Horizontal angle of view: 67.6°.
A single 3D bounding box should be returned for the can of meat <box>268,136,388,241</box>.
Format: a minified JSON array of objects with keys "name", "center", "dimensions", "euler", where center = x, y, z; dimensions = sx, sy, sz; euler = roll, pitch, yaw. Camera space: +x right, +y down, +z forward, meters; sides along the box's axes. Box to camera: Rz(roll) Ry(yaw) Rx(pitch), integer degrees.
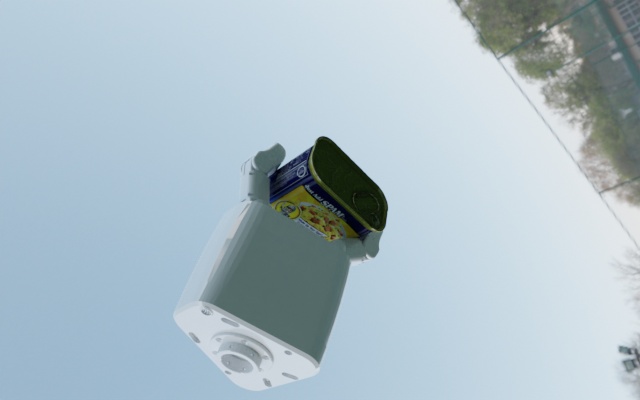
[{"name":"can of meat","center":[0.000,0.002,0.458],"dimensions":[0.084,0.057,0.102],"euler":[-30,-60,35]}]
